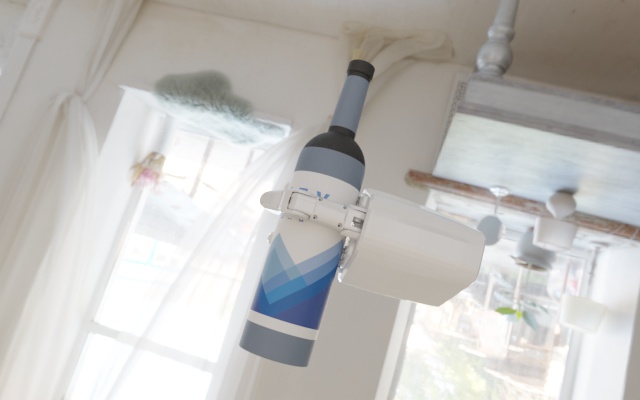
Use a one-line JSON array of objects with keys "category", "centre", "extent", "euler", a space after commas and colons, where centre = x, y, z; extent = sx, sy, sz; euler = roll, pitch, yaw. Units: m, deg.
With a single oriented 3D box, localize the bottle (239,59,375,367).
[{"category": "bottle", "centre": [0.000, 0.002, 0.458], "extent": [0.069, 0.295, 0.069], "euler": [16, -11, 3]}]
